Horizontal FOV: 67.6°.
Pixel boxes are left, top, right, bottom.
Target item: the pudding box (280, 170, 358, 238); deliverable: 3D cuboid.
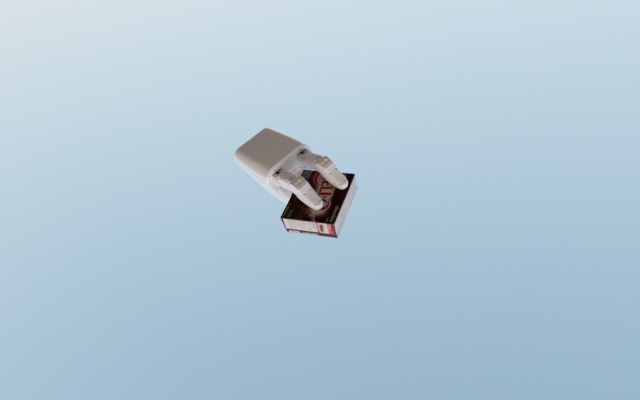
[{"bbox_3d":[0.000,0.003,0.754,0.090,0.113,0.039,5,-40,22],"label":"pudding box"}]
